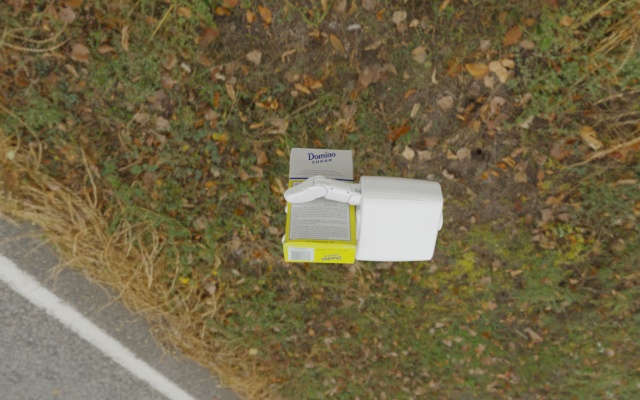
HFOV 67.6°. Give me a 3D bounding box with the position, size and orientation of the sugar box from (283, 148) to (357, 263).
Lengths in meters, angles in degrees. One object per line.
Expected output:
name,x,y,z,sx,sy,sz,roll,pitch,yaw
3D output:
sugar box,0.000,0.003,0.662,0.093,0.176,0.048,3,-43,-1
